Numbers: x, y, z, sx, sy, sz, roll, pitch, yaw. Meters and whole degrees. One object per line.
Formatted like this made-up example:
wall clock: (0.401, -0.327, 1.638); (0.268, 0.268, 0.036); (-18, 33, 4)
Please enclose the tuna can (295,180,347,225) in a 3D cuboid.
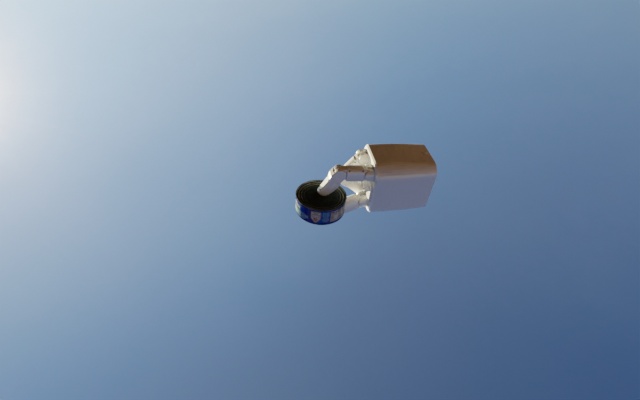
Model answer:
tuna can: (0.000, 0.003, 0.806); (0.086, 0.034, 0.086); (3, 37, -3)
